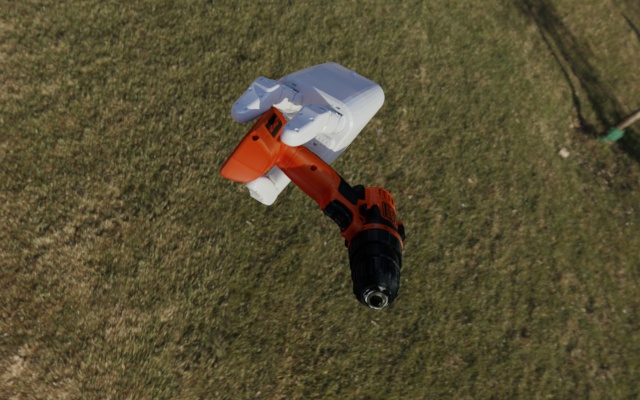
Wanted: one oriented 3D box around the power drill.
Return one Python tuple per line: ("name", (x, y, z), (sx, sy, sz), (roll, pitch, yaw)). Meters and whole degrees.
("power drill", (0.000, 0.001, 0.453), (0.188, 0.057, 0.184), (39, 22, -13))
